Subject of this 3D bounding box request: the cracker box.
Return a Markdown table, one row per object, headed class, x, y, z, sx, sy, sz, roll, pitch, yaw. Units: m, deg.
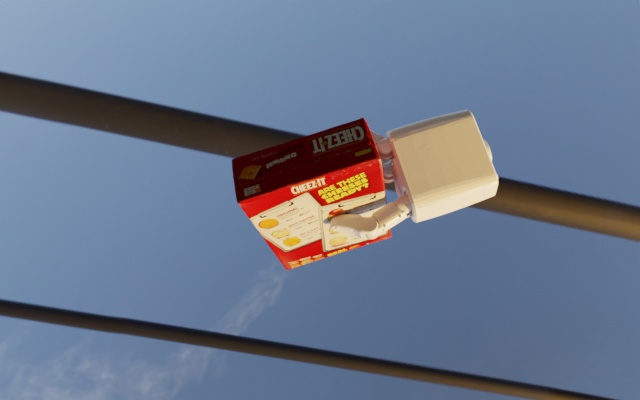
| class | x | y | z | sx | sy | sz | roll | pitch | yaw |
| --- | --- | --- | --- | --- | --- | --- | --- | --- | --- |
| cracker box | 0.000 | 0.002 | 0.617 | 0.164 | 0.072 | 0.214 | -18 | -31 | 3 |
